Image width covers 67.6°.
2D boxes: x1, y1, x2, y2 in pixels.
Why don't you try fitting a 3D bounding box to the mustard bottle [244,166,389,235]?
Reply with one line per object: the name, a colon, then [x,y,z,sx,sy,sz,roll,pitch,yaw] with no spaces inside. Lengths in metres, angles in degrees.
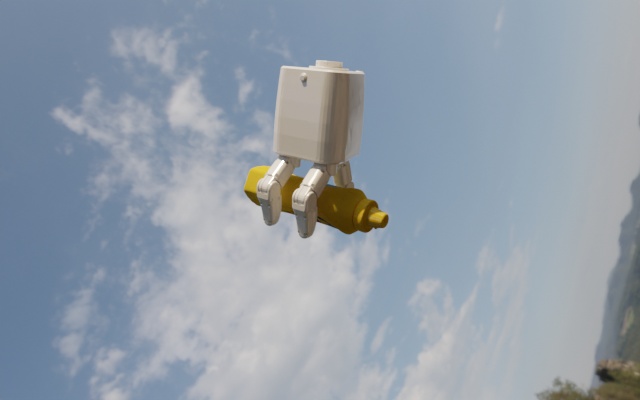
mustard bottle: [0.000,0.002,0.614,0.191,0.058,0.096,15,-6,33]
